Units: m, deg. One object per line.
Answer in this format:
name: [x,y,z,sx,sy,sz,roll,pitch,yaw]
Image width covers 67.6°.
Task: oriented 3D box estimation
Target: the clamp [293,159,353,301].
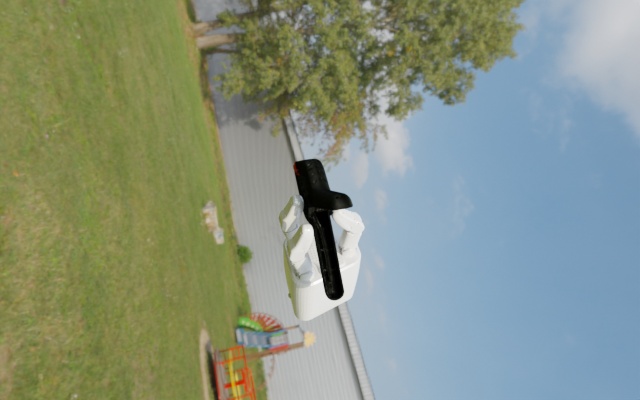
clamp: [0.001,0.002,0.629,0.036,0.165,0.209,-7,46,-13]
